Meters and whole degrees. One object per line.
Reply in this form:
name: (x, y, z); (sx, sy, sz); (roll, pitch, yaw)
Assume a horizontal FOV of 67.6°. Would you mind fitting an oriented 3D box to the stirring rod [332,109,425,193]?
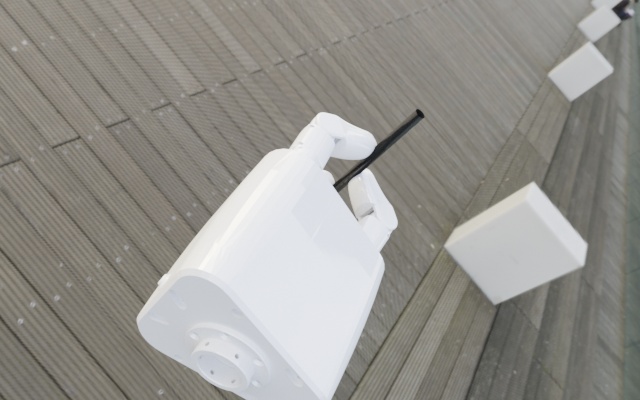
stirring rod: (0.000, 0.001, 0.404); (0.011, 0.011, 0.240); (0, -30, -41)
